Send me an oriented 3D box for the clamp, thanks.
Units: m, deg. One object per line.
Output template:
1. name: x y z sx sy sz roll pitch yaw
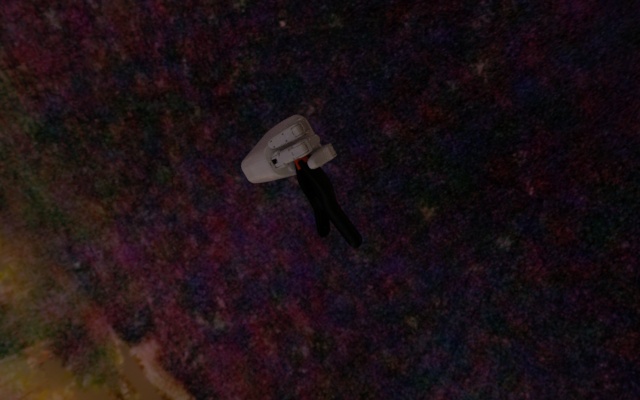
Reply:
1. clamp: 0.000 0.003 0.798 0.039 0.171 0.120 -32 12 -29
